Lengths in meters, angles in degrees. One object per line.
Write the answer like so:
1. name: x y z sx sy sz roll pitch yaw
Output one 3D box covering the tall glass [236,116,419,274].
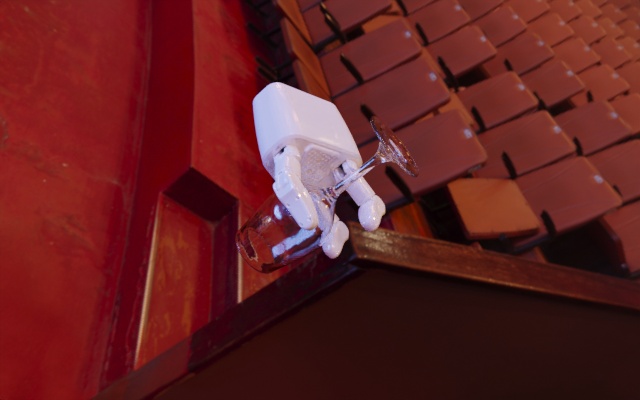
1. tall glass: 0.001 0.001 0.506 0.201 0.079 0.079 -37 -16 22
